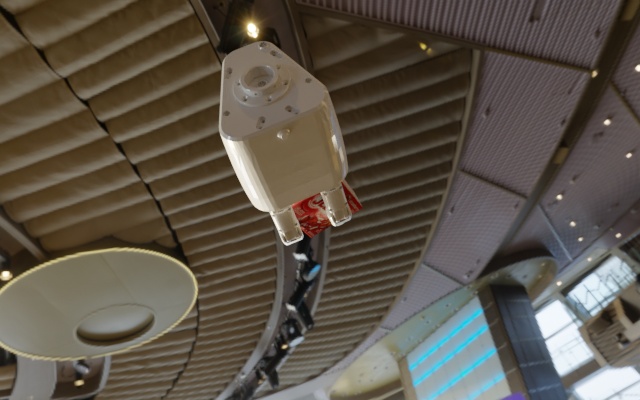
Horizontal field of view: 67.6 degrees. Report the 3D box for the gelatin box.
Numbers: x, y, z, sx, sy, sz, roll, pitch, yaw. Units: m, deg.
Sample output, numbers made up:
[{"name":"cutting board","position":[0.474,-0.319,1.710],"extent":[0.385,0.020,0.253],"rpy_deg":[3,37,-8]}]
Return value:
[{"name":"gelatin box","position":[0.000,0.002,0.542],"extent":[0.073,0.030,0.089],"rpy_deg":[-30,-29,7]}]
